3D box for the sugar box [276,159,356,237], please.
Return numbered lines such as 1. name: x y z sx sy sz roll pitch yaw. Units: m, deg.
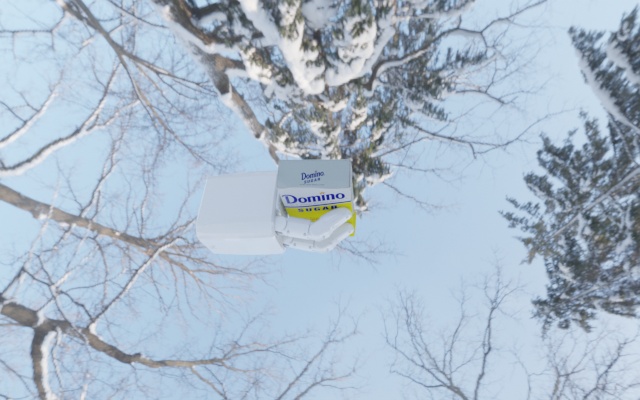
1. sugar box: 0.000 0.003 0.660 0.093 0.048 0.176 0 -21 7
